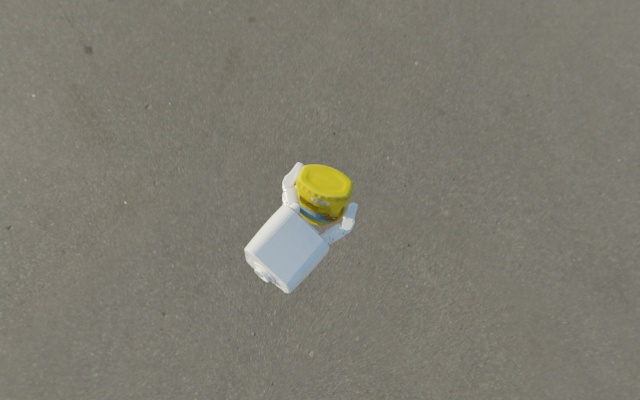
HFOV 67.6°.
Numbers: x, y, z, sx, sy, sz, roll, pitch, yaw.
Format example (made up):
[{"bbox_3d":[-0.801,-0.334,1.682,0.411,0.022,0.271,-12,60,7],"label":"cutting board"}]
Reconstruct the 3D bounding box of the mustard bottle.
[{"bbox_3d":[0.000,0.003,0.890,0.096,0.058,0.192,17,-23,1],"label":"mustard bottle"}]
